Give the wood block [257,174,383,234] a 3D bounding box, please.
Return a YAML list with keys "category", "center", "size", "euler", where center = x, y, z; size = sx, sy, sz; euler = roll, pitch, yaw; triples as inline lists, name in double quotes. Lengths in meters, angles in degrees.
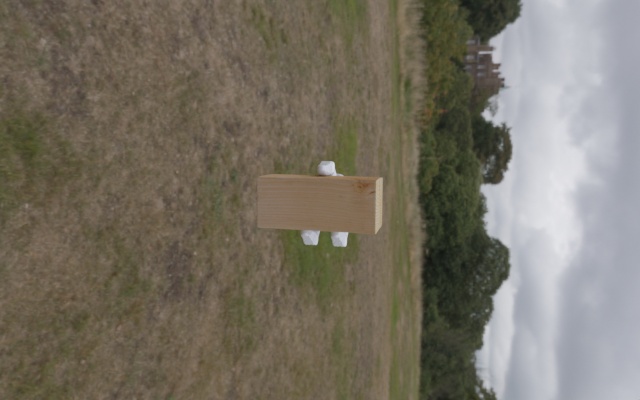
- category: "wood block"
  center: [0.000, 0.002, 0.838]
  size: [0.206, 0.091, 0.090]
  euler: [2, 7, 14]
